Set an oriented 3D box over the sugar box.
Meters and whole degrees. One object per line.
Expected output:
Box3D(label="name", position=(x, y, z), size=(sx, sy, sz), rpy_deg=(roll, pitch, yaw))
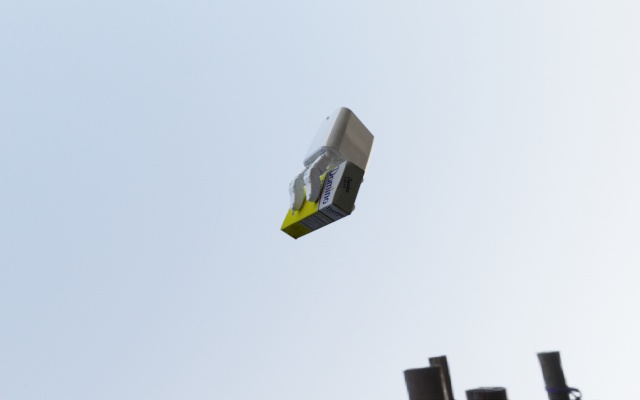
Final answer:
Box3D(label="sugar box", position=(0.000, 0.002, 0.836), size=(0.048, 0.093, 0.176), rpy_deg=(32, -33, -18))
